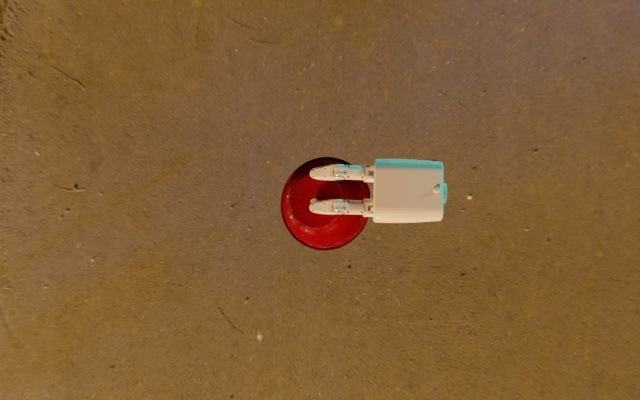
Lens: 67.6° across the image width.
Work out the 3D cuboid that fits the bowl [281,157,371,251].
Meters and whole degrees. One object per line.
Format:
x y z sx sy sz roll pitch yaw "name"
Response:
-0.001 0.003 0.794 0.162 0.162 0.055 0 -5 17 "bowl"
